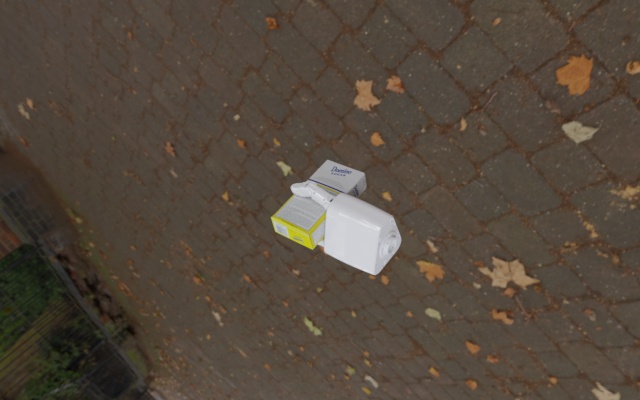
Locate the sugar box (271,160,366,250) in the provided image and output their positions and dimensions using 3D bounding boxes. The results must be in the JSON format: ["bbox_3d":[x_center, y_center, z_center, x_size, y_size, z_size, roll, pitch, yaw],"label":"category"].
[{"bbox_3d":[0.000,0.003,0.885,0.093,0.048,0.176,23,53,32],"label":"sugar box"}]
